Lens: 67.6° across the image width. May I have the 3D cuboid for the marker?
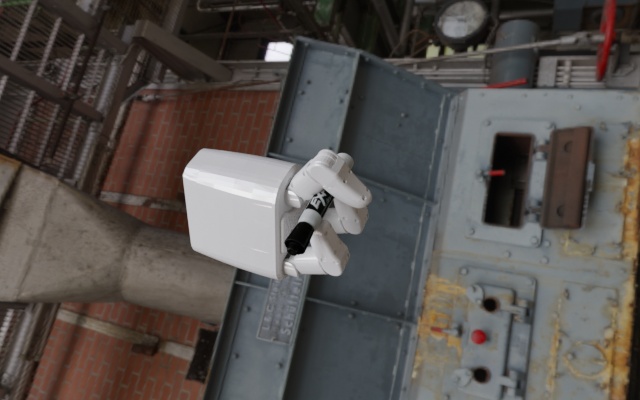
[{"bbox_3d":[0.000,0.001,0.419,0.020,0.020,0.121,0,42,31],"label":"marker"}]
